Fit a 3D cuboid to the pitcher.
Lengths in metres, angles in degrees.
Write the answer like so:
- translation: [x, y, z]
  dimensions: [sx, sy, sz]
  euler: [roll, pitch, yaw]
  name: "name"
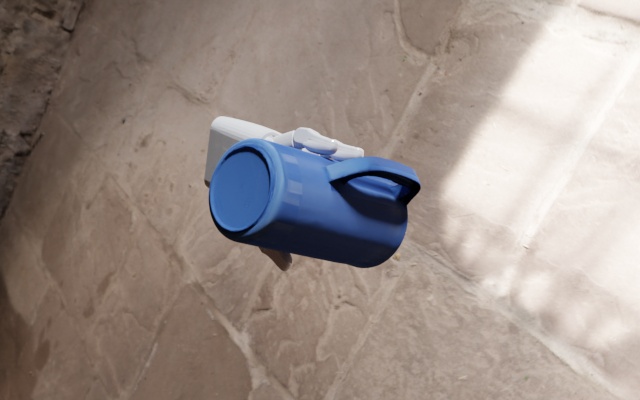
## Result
- translation: [0.000, 0.002, 0.564]
  dimensions: [0.145, 0.149, 0.243]
  euler: [22, 4, 38]
  name: "pitcher"
